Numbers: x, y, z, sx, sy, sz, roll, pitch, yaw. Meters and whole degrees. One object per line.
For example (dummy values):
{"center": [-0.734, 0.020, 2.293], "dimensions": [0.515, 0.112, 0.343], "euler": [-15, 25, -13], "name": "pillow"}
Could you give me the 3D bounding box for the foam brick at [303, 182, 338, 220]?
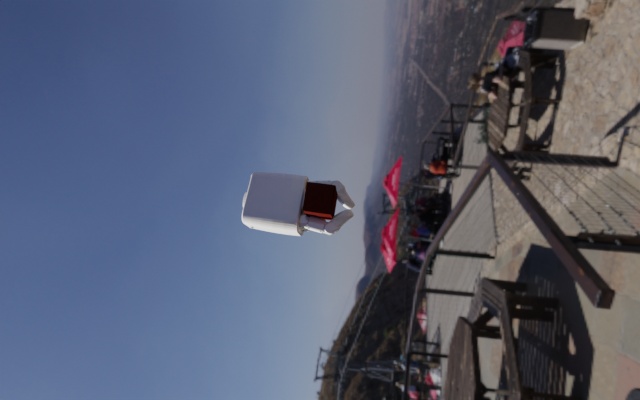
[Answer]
{"center": [0.000, 0.003, 0.845], "dimensions": [0.051, 0.053, 0.078], "euler": [9, -10, 6], "name": "foam brick"}
